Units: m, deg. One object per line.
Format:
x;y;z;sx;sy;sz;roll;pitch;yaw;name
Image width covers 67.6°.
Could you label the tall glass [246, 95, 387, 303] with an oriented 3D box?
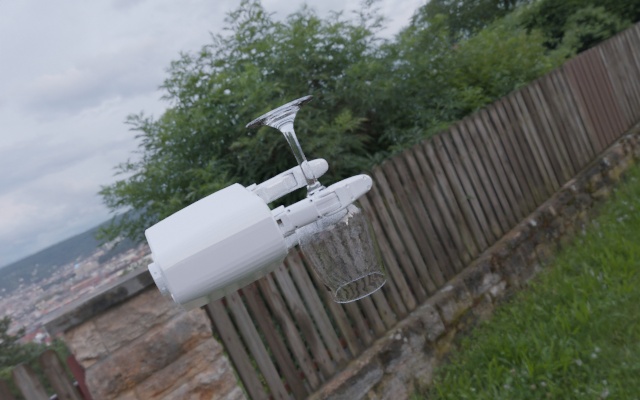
0.000;0.001;0.486;0.079;0.201;0.079;-25;7;3;tall glass
